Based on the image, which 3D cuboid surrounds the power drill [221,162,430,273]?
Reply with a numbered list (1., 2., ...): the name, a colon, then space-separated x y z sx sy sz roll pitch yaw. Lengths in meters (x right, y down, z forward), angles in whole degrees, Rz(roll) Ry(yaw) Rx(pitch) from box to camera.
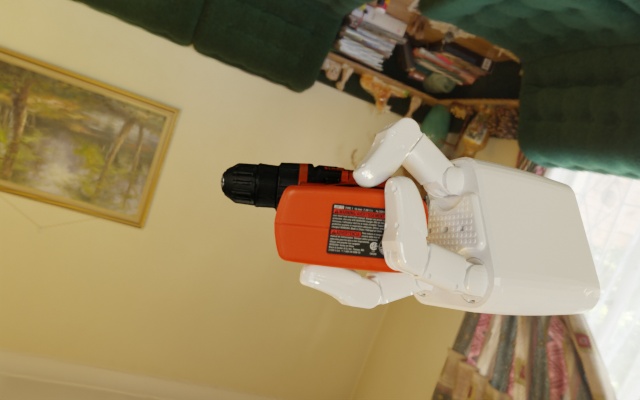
1. power drill: 0.000 0.001 0.404 0.184 0.057 0.187 4 11 -5
